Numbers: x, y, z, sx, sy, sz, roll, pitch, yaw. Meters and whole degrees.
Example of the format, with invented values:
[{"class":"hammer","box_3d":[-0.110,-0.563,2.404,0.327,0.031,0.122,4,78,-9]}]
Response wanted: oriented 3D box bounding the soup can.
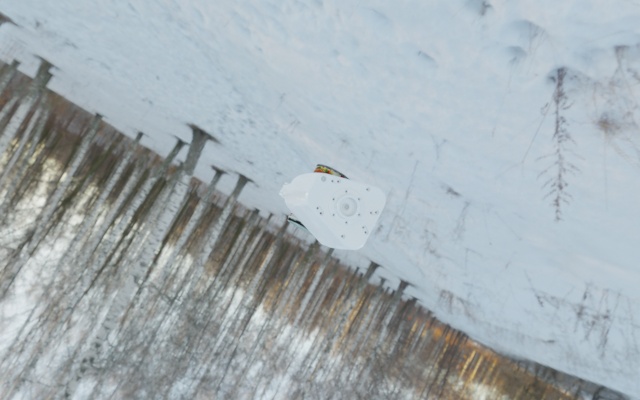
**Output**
[{"class":"soup can","box_3d":[0.000,0.003,0.762,0.068,0.102,0.068,28,-9,5]}]
